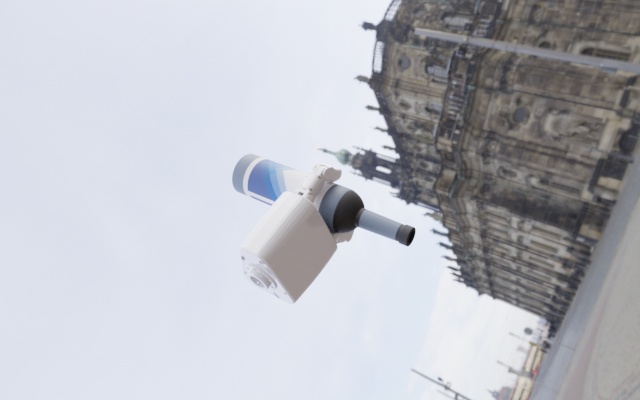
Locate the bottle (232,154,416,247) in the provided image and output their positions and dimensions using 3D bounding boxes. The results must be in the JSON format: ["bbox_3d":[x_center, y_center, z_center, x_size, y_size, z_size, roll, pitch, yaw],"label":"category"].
[{"bbox_3d":[0.000,0.002,0.702,0.295,0.069,0.069,21,10,29],"label":"bottle"}]
